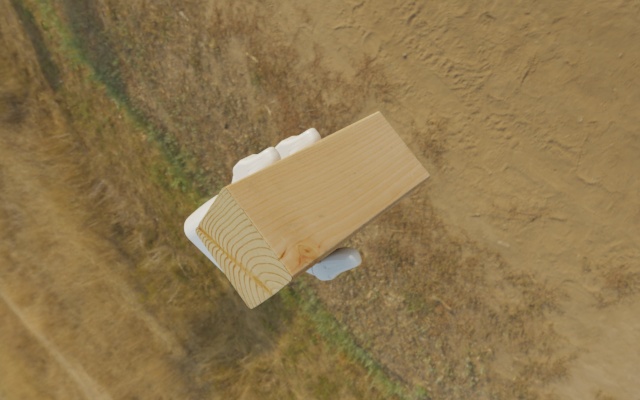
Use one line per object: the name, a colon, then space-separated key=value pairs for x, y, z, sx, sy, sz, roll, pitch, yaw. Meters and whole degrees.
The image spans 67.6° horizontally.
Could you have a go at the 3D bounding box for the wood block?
wood block: x=0.000 y=0.002 z=0.458 sx=0.206 sy=0.091 sz=0.090 roll=-32 pitch=-7 yaw=-40
